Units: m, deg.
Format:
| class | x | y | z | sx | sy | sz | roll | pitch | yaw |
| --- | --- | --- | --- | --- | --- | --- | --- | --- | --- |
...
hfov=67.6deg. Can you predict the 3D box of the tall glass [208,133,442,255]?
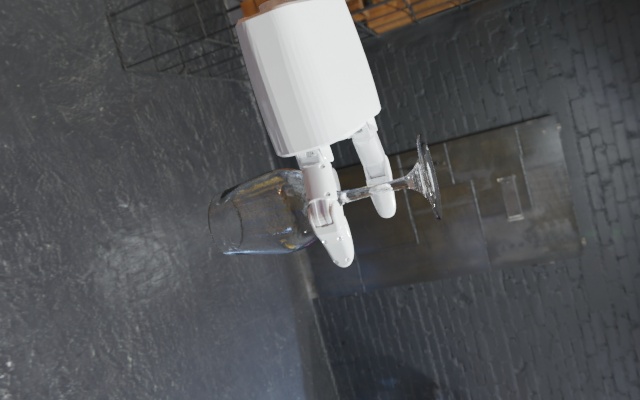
| class | x | y | z | sx | sy | sz | roll | pitch | yaw |
| --- | --- | --- | --- | --- | --- | --- | --- | --- | --- |
| tall glass | 0.001 | 0.001 | 0.428 | 0.201 | 0.079 | 0.079 | -14 | -5 | 19 |
